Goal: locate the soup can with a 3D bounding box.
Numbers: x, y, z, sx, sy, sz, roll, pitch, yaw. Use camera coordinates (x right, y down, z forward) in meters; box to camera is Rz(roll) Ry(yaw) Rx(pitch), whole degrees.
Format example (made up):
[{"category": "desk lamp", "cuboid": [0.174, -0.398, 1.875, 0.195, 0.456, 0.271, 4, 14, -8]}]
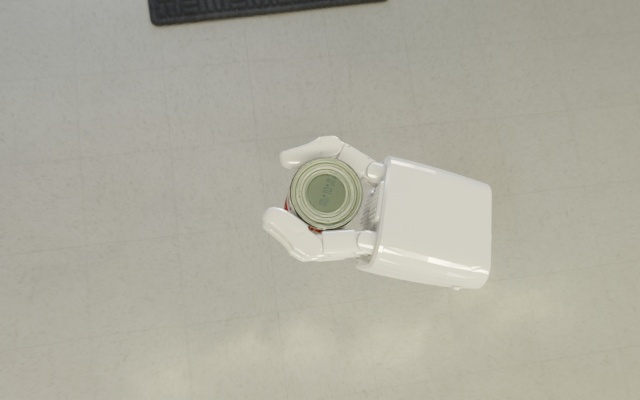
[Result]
[{"category": "soup can", "cuboid": [0.000, 0.001, 0.471, 0.068, 0.068, 0.102, 0, -9, -7]}]
